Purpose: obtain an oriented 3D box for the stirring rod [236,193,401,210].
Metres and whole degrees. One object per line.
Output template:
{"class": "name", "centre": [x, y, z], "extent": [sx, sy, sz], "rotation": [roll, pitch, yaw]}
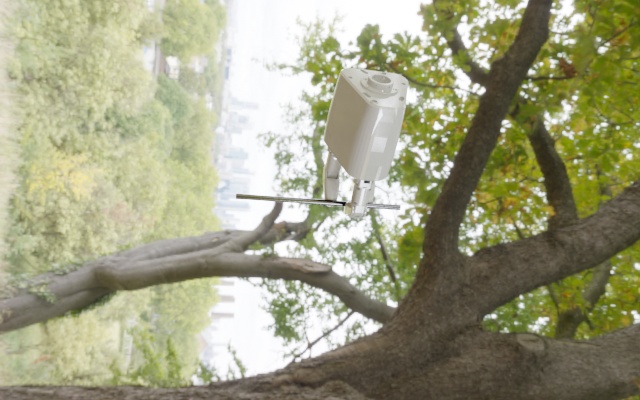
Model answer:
{"class": "stirring rod", "centre": [0.000, 0.002, 0.686], "extent": [0.239, 0.011, 0.011], "rotation": [4, -1, -11]}
